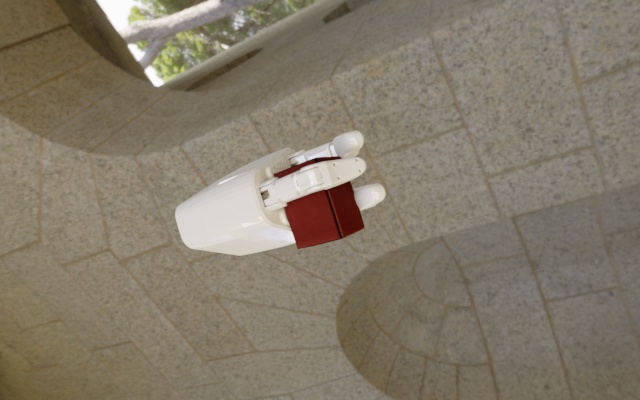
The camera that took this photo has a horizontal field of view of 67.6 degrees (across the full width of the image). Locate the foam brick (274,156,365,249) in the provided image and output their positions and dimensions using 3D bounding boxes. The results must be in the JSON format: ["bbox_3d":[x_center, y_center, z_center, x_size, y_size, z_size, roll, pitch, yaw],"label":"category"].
[{"bbox_3d":[0.000,0.002,0.460,0.051,0.078,0.053,-20,-4,29],"label":"foam brick"}]
